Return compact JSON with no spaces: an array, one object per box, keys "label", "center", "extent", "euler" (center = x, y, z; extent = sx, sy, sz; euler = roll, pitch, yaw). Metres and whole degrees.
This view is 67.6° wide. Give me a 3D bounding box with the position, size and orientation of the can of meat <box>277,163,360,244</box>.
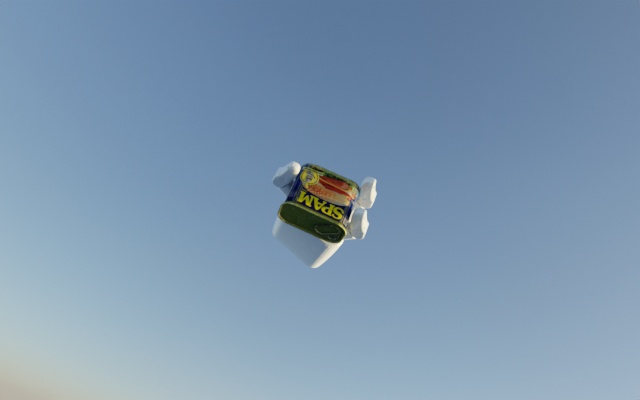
[{"label":"can of meat","center":[0.000,0.002,0.706],"extent":[0.102,0.084,0.057],"euler":[25,-34,-2]}]
